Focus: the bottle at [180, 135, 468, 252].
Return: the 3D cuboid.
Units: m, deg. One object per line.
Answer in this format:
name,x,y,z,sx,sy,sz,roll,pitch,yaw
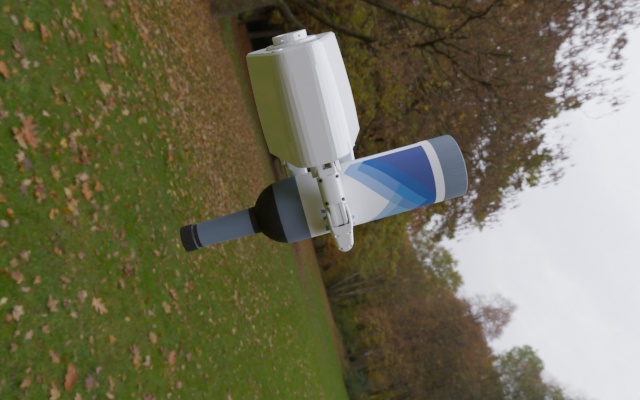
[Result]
bottle,0.000,0.002,0.501,0.296,0.069,0.069,-15,0,-1
